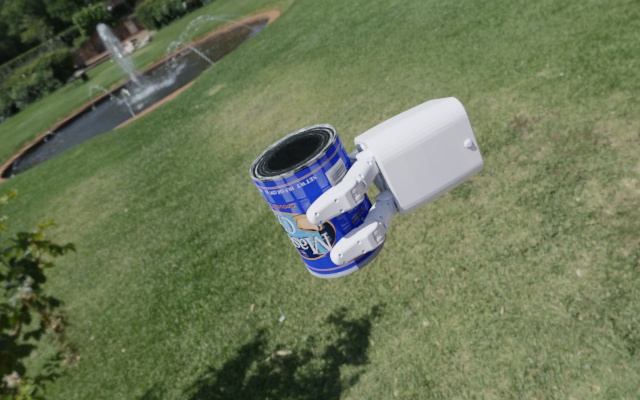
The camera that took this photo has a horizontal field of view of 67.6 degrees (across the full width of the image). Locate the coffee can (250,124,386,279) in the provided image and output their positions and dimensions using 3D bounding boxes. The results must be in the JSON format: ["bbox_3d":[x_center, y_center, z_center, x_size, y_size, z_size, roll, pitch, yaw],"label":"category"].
[{"bbox_3d":[0.000,0.002,0.532,0.103,0.140,0.102,-22,28,13],"label":"coffee can"}]
